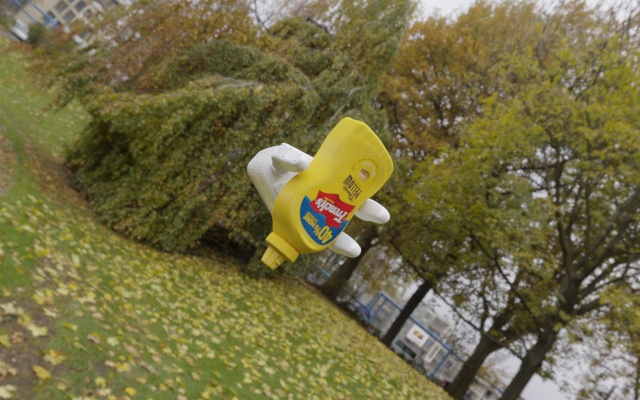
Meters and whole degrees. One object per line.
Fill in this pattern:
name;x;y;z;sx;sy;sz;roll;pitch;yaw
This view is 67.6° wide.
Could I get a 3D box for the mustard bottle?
mustard bottle;0.000;0.002;0.557;0.058;0.191;0.096;30;-15;46
